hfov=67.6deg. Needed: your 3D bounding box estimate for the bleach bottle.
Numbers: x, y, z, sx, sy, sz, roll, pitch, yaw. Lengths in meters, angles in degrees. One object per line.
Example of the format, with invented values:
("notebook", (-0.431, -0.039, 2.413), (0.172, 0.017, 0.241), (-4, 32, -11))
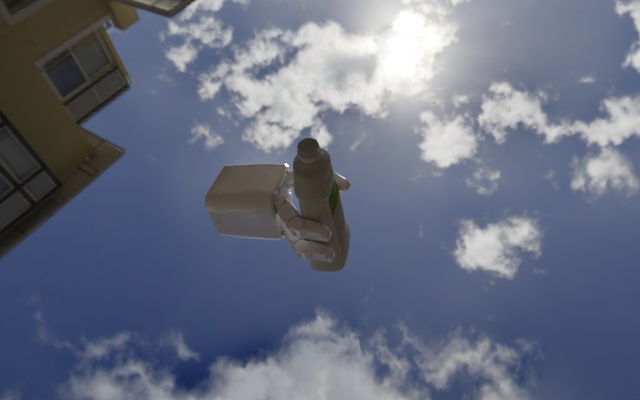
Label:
("bleach bottle", (0.000, 0.002, 0.705), (0.068, 0.102, 0.251), (0, -39, 9))
